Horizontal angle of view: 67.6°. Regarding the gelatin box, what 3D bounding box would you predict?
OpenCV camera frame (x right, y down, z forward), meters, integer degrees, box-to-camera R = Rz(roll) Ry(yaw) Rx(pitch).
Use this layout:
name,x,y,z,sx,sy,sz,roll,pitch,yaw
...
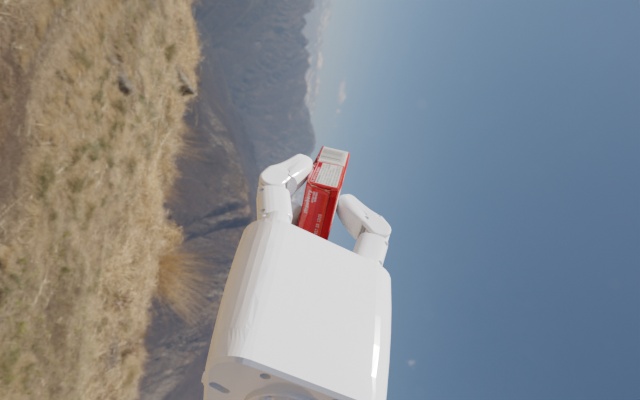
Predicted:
name,x,y,z,sx,sy,sz,roll,pitch,yaw
gelatin box,0.001,0.001,0.426,0.030,0.073,0.089,15,28,2
